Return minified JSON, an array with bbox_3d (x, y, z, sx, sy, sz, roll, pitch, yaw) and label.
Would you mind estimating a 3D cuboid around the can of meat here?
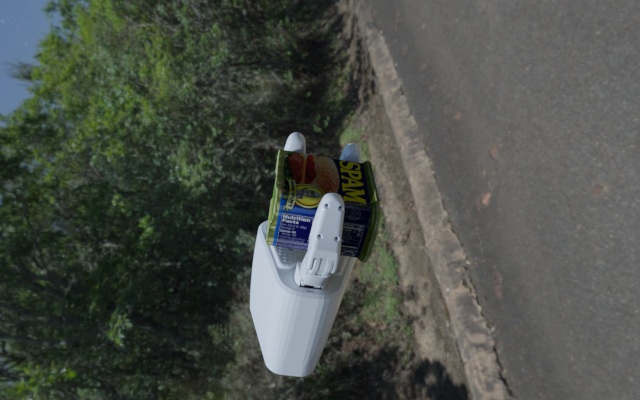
[{"bbox_3d":[0.000,0.001,0.411,0.084,0.057,0.102,9,33,-7],"label":"can of meat"}]
